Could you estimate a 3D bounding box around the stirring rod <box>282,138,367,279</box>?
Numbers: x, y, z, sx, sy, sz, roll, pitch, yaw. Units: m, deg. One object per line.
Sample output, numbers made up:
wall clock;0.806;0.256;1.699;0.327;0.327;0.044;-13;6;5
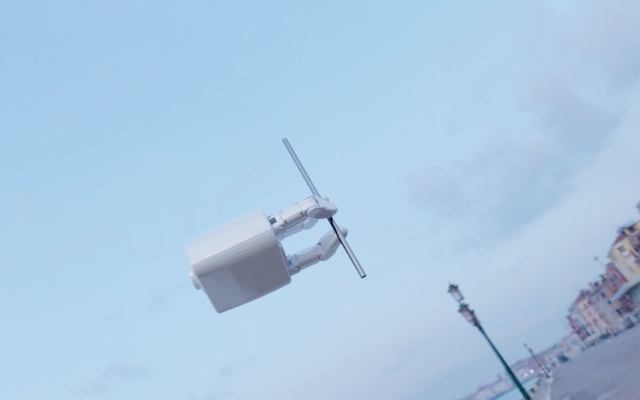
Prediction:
stirring rod;0.000;0.002;0.642;0.011;0.239;0.011;-23;-29;-14
